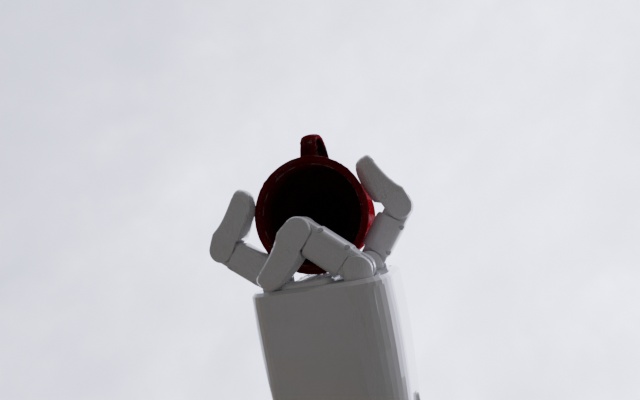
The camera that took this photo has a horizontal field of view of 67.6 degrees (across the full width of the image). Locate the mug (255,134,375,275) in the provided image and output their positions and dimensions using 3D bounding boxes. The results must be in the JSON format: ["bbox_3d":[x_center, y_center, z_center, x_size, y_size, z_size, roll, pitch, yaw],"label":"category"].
[{"bbox_3d":[0.000,0.000,0.411,0.093,0.117,0.081,-10,-5,14],"label":"mug"}]
